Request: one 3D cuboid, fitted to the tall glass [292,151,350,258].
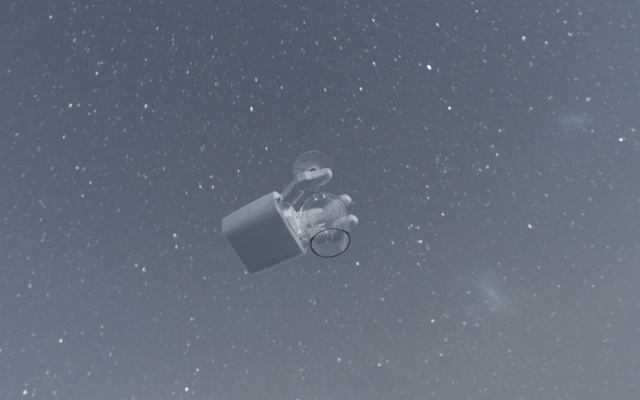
[{"bbox_3d":[0.000,0.002,0.795,0.079,0.079,0.200,0,38,-11],"label":"tall glass"}]
